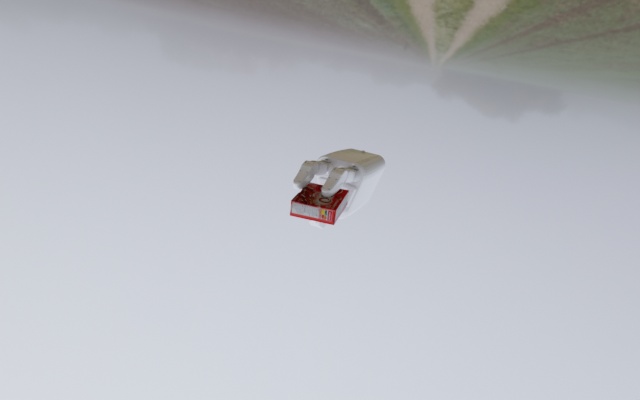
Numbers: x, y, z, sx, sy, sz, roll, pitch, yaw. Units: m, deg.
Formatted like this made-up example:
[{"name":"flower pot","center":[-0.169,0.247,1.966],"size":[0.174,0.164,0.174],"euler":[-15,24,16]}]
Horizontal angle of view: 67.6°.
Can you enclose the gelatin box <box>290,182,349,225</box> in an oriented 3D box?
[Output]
[{"name":"gelatin box","center":[0.000,0.003,0.764],"size":[0.073,0.030,0.089],"euler":[12,25,13]}]
